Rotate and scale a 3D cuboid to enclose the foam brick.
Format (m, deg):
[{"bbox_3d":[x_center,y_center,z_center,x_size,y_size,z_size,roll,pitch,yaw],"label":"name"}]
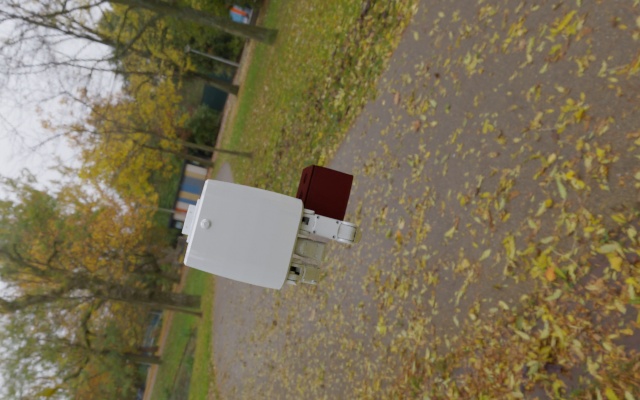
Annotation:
[{"bbox_3d":[0.000,0.002,0.561,0.051,0.078,0.053,15,-6,-13],"label":"foam brick"}]
